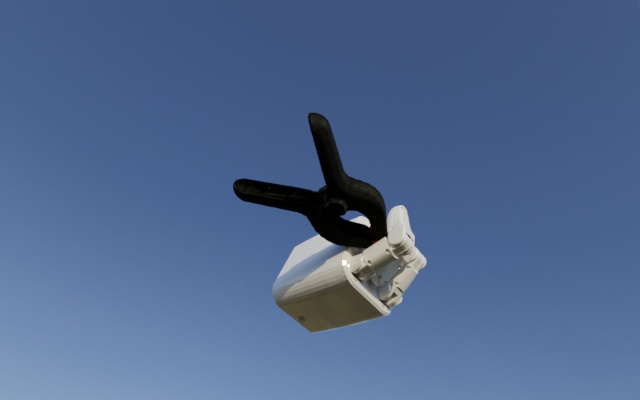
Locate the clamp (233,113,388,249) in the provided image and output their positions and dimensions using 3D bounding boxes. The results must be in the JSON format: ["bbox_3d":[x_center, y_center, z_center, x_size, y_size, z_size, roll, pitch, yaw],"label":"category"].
[{"bbox_3d":[0.000,0.001,0.483,0.120,0.171,0.039,-27,32,27],"label":"clamp"}]
